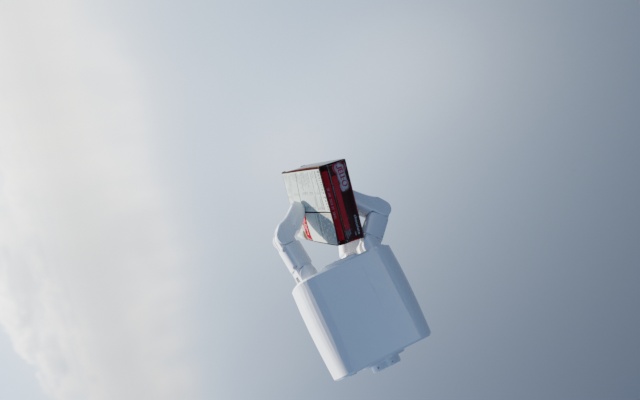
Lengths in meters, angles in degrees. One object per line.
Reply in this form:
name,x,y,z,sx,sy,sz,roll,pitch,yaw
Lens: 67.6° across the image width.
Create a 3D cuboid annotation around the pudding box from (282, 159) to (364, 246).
pudding box,0.000,0.002,0.555,0.039,0.090,0.113,-17,8,-26
